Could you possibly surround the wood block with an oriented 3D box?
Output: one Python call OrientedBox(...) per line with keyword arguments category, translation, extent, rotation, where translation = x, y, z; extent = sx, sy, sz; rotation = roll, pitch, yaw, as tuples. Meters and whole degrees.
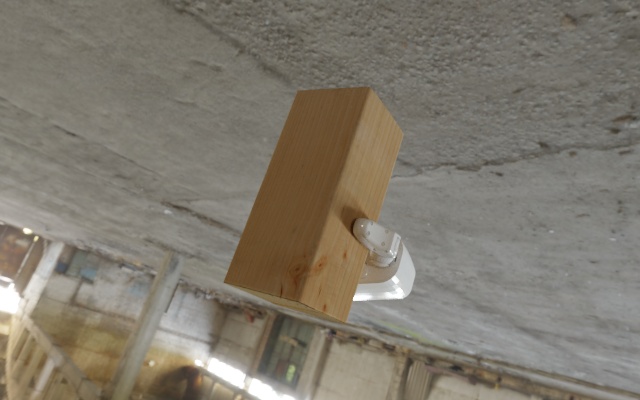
OrientedBox(category="wood block", translation=(0.000, 0.002, 0.467), extent=(0.091, 0.206, 0.090), rotation=(6, -20, 35))
